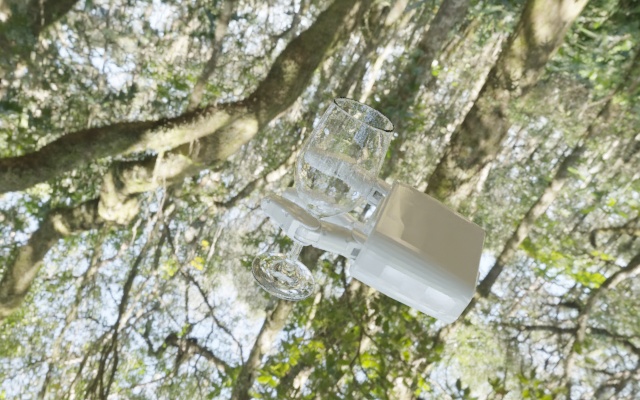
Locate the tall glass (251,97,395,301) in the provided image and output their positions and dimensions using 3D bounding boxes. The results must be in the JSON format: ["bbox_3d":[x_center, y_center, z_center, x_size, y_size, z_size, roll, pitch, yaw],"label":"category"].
[{"bbox_3d":[0.000,0.002,0.472,0.079,0.201,0.079,21,27,-11],"label":"tall glass"}]
